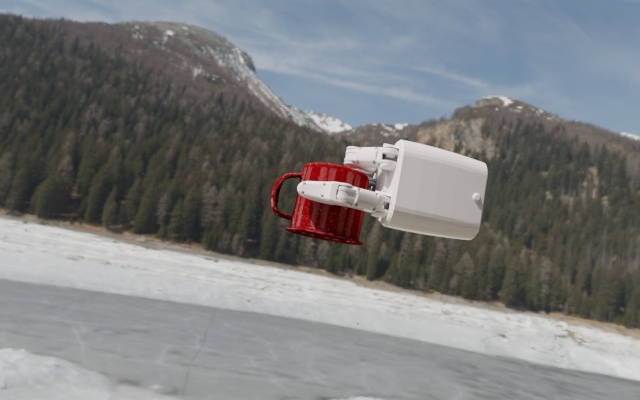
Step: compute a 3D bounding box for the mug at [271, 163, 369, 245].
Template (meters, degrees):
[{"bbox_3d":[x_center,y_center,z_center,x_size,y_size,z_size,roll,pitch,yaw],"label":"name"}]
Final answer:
[{"bbox_3d":[-0.001,0.001,0.563,0.117,0.081,0.093,12,-8,-8],"label":"mug"}]
